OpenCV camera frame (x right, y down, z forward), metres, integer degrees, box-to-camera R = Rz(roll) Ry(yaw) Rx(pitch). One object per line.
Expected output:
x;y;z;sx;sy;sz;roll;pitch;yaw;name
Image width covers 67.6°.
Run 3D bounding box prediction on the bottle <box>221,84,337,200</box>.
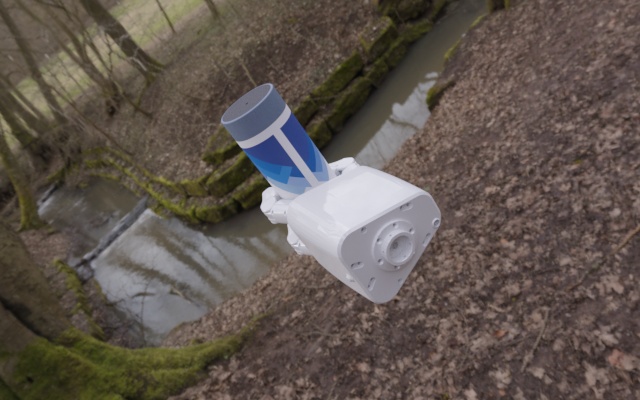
0.000;0.002;0.567;0.069;0.296;0.069;-27;31;17;bottle
